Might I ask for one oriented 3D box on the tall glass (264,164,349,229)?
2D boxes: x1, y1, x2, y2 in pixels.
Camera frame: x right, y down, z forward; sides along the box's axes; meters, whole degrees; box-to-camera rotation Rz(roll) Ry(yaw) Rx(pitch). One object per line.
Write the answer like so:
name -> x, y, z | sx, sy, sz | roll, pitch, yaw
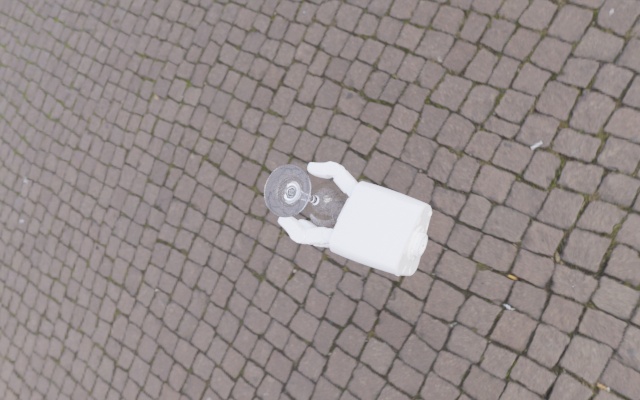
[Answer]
tall glass -> 0.000, 0.002, 0.738 | 0.079, 0.079, 0.201 | 0, -9, 28
